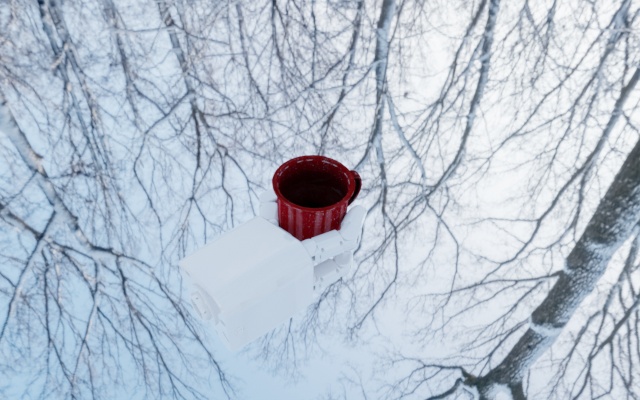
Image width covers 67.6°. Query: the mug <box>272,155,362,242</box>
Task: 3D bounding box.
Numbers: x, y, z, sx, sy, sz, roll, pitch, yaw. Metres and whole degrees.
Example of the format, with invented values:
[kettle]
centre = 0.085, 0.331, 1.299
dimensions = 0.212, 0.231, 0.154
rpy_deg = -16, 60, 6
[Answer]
[mug]
centre = 0.001, 0.001, 0.568
dimensions = 0.117, 0.082, 0.093
rpy_deg = -27, 53, -27
